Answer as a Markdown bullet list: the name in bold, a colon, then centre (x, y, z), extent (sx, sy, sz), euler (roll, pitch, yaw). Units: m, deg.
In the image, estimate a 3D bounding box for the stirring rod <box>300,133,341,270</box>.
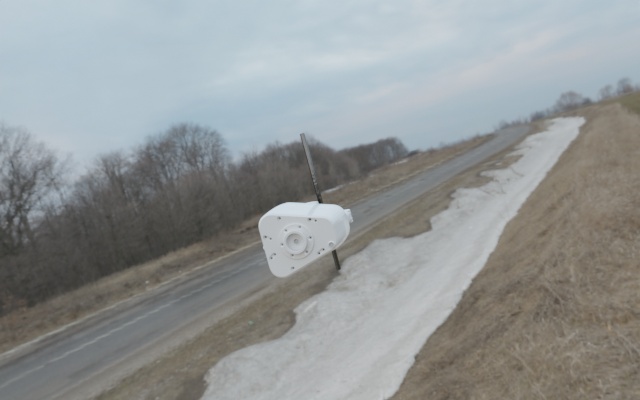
- **stirring rod**: centre (0.000, 0.003, 0.814), extent (0.011, 0.239, 0.011), euler (-15, 3, 1)
